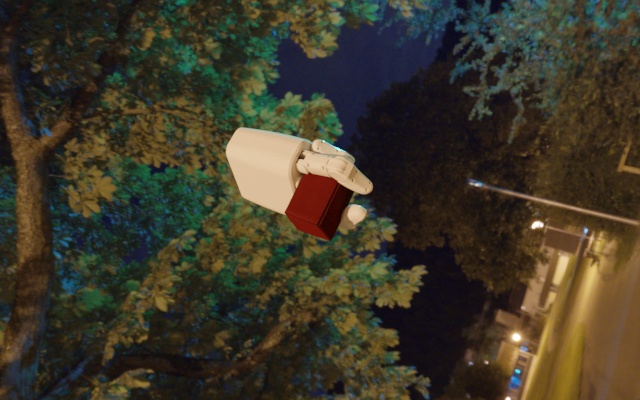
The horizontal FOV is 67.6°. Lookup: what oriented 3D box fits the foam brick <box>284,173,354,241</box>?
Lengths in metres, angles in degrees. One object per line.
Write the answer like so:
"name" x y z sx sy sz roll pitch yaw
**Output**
"foam brick" 0.000 0.002 0.598 0.051 0.078 0.053 17 -21 26
